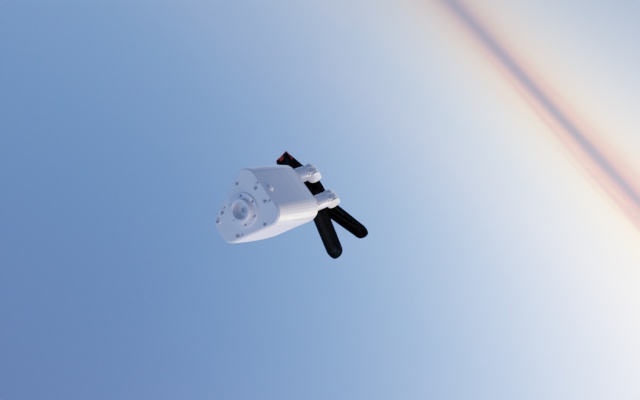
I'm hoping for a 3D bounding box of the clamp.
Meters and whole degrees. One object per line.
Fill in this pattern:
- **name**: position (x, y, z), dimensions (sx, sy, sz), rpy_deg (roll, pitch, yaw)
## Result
- **clamp**: position (-0.001, 0.003, 0.833), dimensions (0.036, 0.210, 0.164), rpy_deg (-42, -15, 21)
